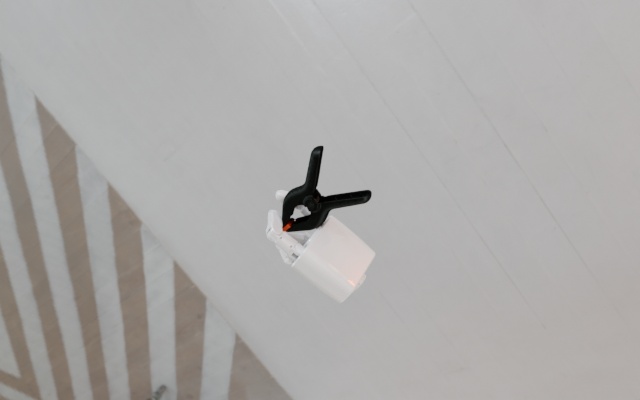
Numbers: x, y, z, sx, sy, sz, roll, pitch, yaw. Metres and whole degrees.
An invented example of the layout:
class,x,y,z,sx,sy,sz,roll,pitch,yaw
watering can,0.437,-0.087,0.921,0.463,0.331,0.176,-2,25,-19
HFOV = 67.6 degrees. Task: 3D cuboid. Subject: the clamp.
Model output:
class,x,y,z,sx,sy,sz,roll,pitch,yaw
clamp,0.000,0.003,0.792,0.120,0.171,0.039,38,35,1
